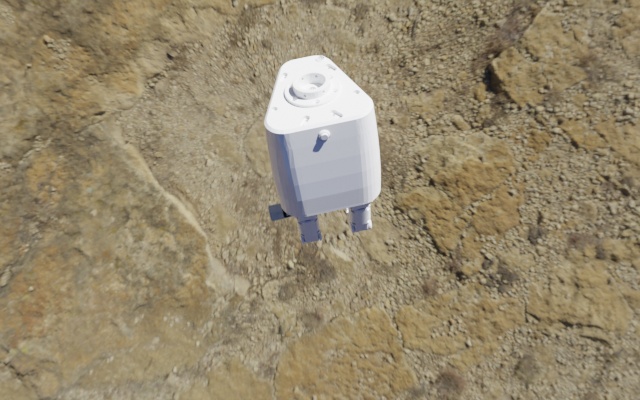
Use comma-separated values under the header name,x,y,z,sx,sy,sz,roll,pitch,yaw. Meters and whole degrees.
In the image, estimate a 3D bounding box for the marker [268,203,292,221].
name,x,y,z,sx,sy,sz,roll,pitch,yaw
marker,0.000,0.002,0.558,0.121,0.020,0.020,-13,0,-3
